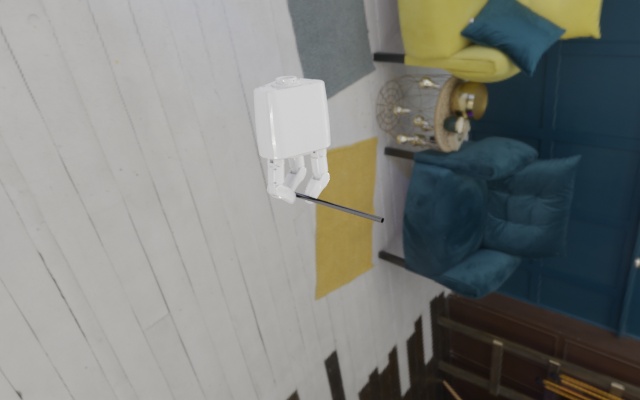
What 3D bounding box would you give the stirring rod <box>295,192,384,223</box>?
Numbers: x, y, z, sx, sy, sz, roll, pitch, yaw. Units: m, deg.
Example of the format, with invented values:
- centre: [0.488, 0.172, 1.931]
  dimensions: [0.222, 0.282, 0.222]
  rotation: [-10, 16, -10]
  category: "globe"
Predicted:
- centre: [0.000, 0.002, 0.768]
  dimensions: [0.239, 0.011, 0.011]
  rotation: [16, 10, 39]
  category: "stirring rod"
